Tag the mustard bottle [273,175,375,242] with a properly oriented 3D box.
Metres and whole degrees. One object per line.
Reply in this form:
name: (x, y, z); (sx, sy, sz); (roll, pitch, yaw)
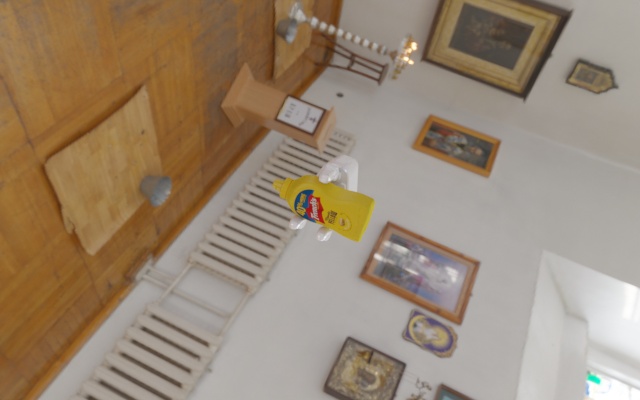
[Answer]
mustard bottle: (0.000, 0.003, 0.887); (0.191, 0.096, 0.058); (23, 47, 10)
